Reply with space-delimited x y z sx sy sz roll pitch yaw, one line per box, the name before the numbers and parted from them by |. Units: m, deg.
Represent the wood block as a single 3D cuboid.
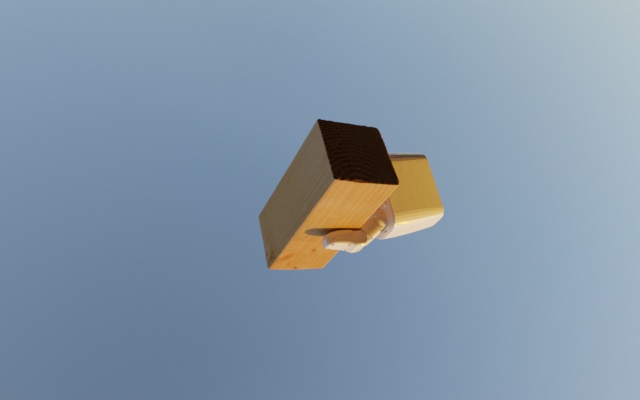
wood block | 0.000 0.002 0.618 0.090 0.090 0.206 3 -36 -28
